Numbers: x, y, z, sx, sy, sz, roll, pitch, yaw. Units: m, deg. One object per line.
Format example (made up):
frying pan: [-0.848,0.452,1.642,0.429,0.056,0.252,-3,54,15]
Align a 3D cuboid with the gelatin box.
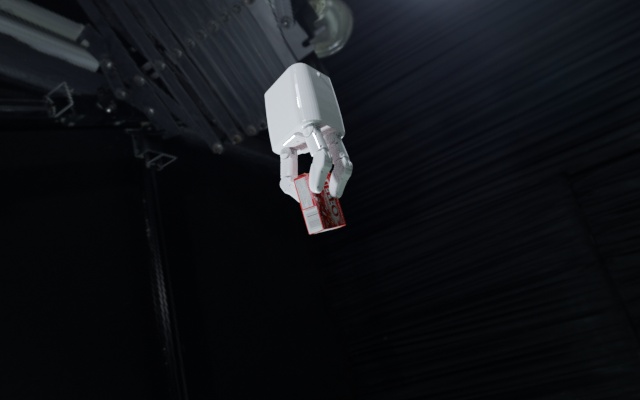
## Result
gelatin box: [0.000,0.003,0.730,0.030,0.089,0.073,-19,-6,29]
